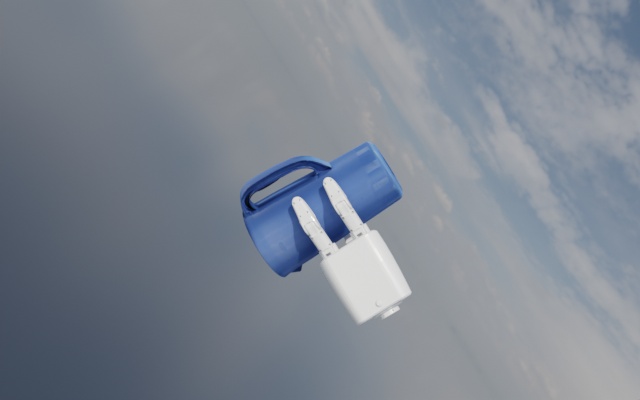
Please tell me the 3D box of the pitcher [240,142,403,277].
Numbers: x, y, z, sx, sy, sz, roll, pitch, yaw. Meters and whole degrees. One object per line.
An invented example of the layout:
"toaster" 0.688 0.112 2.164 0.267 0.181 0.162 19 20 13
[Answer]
"pitcher" 0.000 0.003 0.771 0.243 0.145 0.149 -32 -16 5
